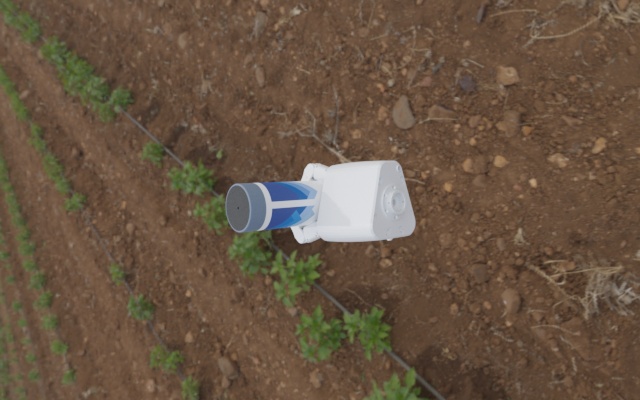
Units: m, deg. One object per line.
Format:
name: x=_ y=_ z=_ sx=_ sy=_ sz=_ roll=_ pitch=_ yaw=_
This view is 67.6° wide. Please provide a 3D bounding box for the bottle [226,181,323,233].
bottle: x=0.000 y=0.002 z=0.739 sx=0.296 sy=0.069 sz=0.069 roll=-4 pitch=3 yaw=-40
